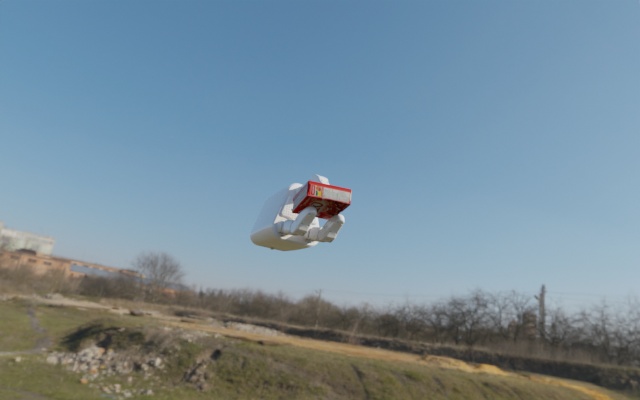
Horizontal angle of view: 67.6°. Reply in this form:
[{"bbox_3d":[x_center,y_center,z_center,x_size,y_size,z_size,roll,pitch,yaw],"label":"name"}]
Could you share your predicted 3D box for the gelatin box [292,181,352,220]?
[{"bbox_3d":[0.000,0.002,0.777,0.073,0.030,0.089,12,-23,-17],"label":"gelatin box"}]
